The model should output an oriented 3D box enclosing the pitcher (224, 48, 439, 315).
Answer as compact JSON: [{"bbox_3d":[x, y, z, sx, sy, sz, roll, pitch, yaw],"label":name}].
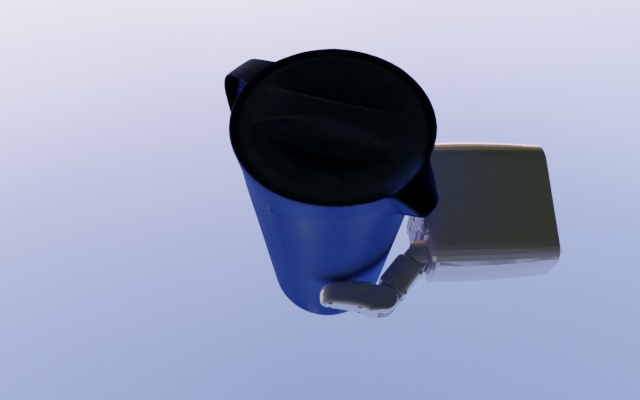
[{"bbox_3d":[0.000,0.001,0.406,0.145,0.149,0.243,-2,-32,-2],"label":"pitcher"}]
